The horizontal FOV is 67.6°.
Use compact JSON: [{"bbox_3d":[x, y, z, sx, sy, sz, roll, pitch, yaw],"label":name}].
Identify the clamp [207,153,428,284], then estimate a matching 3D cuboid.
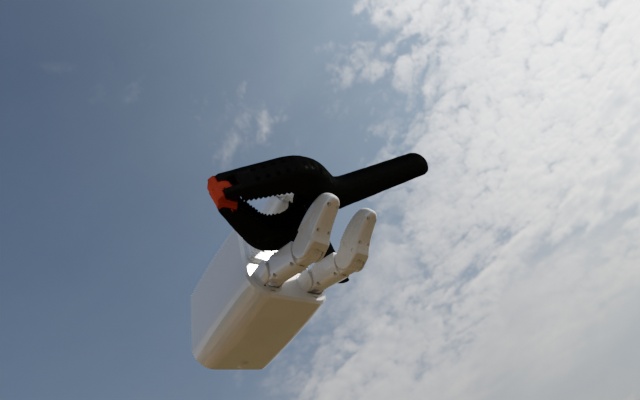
[{"bbox_3d":[-0.001,0.001,0.433,0.210,0.164,0.036,20,23,-44],"label":"clamp"}]
